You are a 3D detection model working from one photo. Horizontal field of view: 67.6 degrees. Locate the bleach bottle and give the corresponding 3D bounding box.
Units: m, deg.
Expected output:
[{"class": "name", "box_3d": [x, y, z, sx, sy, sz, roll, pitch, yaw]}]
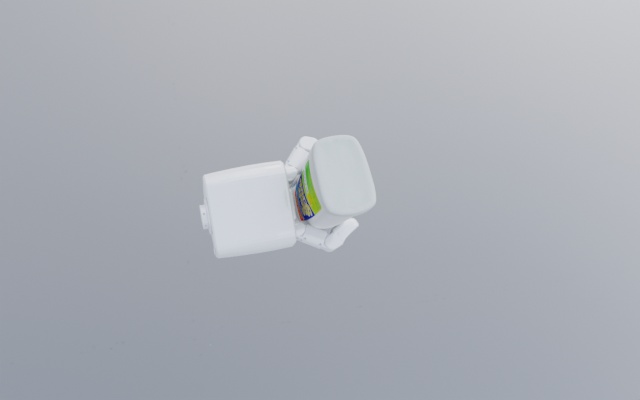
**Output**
[{"class": "bleach bottle", "box_3d": [0.000, 0.002, 0.666, 0.068, 0.102, 0.251, -10, -14, -16]}]
